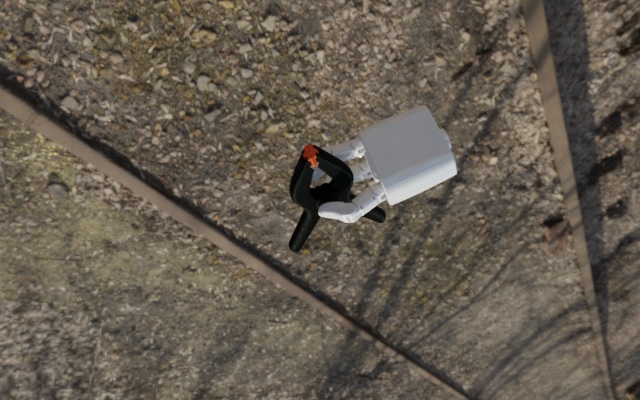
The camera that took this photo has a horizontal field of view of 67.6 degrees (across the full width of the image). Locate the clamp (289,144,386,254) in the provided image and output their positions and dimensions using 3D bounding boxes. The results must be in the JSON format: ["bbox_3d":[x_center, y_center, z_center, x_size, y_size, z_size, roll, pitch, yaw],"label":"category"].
[{"bbox_3d":[0.000,0.003,0.710,0.164,0.036,0.210,-25,-40,5],"label":"clamp"}]
